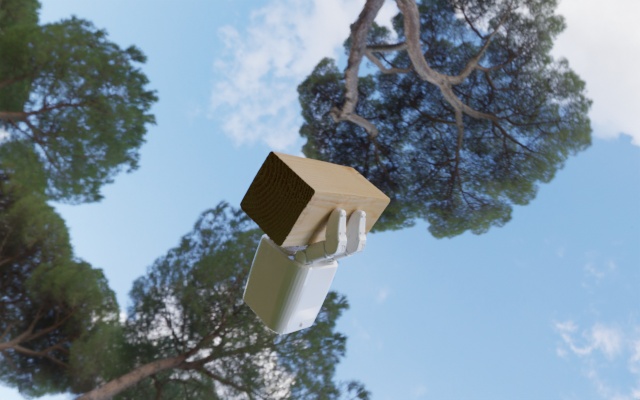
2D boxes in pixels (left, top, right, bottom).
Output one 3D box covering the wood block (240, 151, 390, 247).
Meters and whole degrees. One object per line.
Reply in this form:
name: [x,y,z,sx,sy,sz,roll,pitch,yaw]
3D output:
wood block: [0.000,0.002,0.678,0.090,0.090,0.206,42,19,28]
